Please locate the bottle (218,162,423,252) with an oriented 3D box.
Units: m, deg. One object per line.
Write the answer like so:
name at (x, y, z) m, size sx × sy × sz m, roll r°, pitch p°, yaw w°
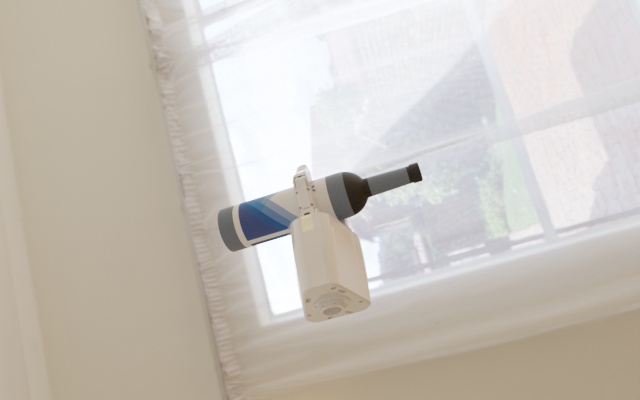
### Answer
bottle at (0.000, 0.002, 0.689) m, size 0.296 × 0.069 × 0.069 m, roll -17°, pitch -3°, yaw 10°
